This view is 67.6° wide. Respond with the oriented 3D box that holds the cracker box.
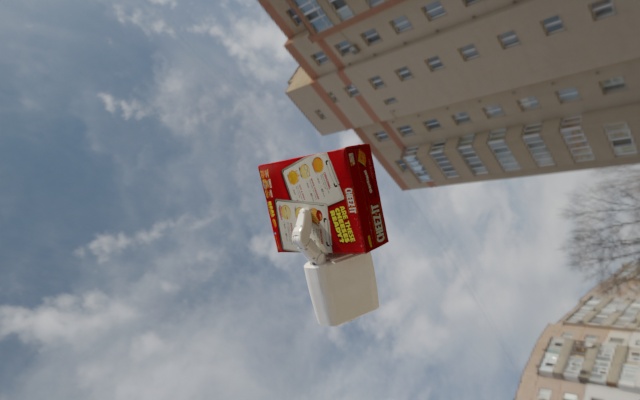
[{"bbox_3d":[0.000,0.003,0.802,0.214,0.164,0.072,-6,9,45],"label":"cracker box"}]
